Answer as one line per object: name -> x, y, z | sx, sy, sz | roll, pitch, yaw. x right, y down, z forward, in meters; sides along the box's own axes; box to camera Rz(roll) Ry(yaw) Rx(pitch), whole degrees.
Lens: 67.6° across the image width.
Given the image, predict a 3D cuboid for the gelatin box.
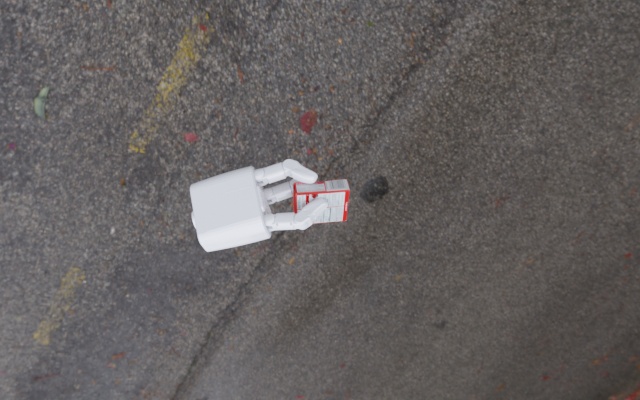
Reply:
gelatin box -> 0.001, 0.003, 0.773 | 0.089, 0.030, 0.073 | -4, -45, -7
